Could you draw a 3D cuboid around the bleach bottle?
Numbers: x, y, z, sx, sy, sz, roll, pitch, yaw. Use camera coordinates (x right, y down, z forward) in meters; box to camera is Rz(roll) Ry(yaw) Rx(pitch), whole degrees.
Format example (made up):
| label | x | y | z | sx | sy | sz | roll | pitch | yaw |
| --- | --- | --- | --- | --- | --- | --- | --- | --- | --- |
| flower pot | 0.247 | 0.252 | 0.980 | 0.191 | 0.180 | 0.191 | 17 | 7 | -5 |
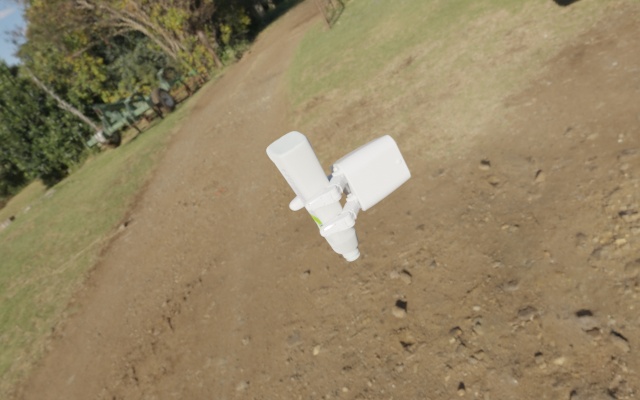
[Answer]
| label | x | y | z | sx | sy | sz | roll | pitch | yaw |
| --- | --- | --- | --- | --- | --- | --- | --- | --- | --- |
| bleach bottle | 0.000 | 0.003 | 0.849 | 0.068 | 0.251 | 0.102 | -34 | 24 | -7 |
